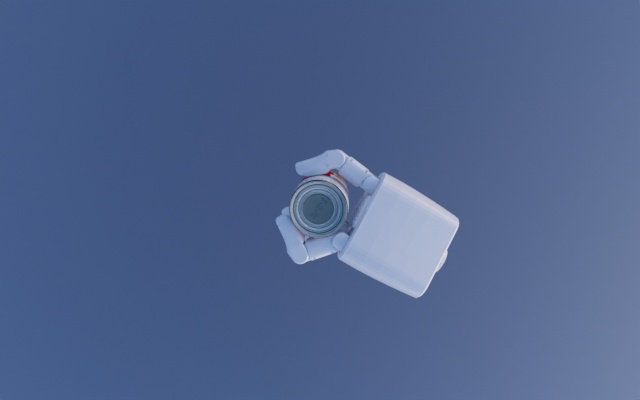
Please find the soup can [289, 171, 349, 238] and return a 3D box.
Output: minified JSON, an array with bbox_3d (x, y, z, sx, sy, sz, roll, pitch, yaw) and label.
[{"bbox_3d":[0.000,0.002,0.575,0.068,0.068,0.102,0,10,3],"label":"soup can"}]
